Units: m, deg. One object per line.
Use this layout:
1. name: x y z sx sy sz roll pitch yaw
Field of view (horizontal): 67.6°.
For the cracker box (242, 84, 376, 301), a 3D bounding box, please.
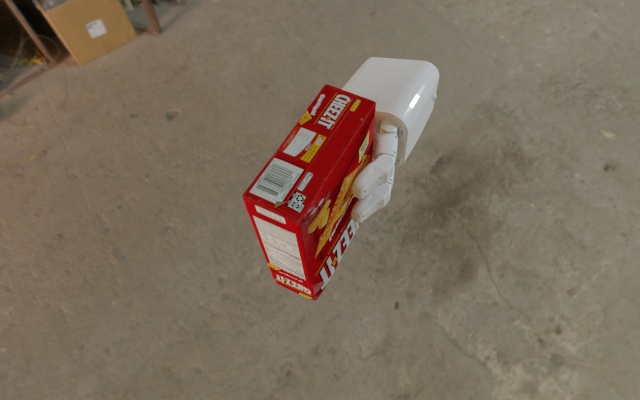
1. cracker box: 0.000 0.002 0.557 0.072 0.164 0.214 24 -27 18
